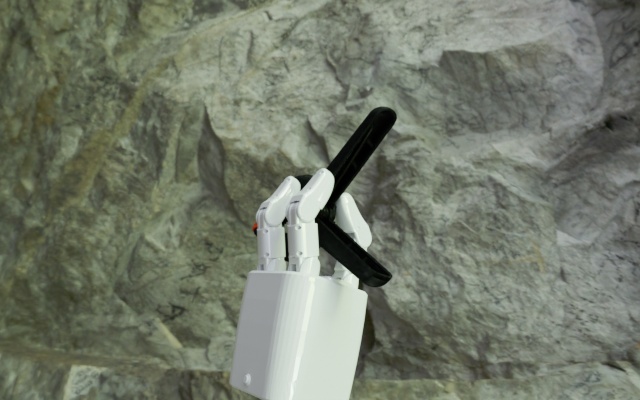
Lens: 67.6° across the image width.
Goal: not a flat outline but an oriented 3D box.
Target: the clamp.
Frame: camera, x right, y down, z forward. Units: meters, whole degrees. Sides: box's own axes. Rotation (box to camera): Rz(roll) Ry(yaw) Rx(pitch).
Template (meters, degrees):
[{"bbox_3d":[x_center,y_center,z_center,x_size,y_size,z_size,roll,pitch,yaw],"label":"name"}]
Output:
[{"bbox_3d":[0.000,0.002,0.480,0.036,0.164,0.210,21,-18,-34],"label":"clamp"}]
